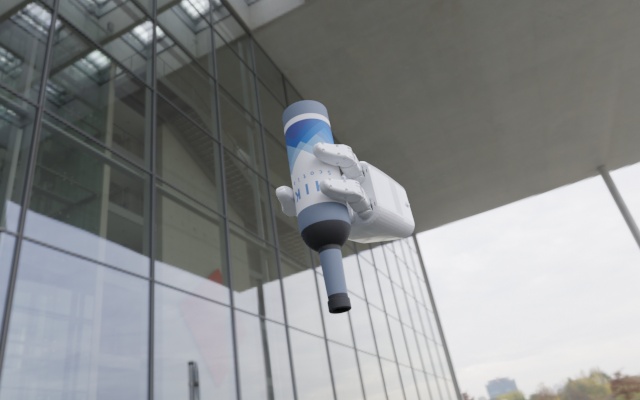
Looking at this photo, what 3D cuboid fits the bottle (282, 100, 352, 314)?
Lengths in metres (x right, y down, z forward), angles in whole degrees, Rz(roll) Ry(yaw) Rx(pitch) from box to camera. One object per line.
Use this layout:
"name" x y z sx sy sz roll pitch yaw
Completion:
"bottle" 0.000 0.002 0.629 0.069 0.295 0.069 -8 -29 -4
